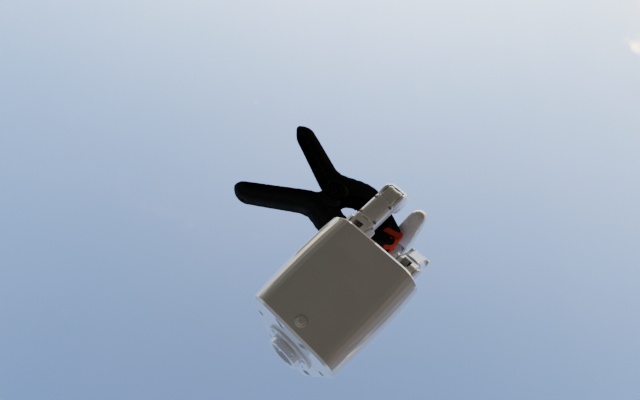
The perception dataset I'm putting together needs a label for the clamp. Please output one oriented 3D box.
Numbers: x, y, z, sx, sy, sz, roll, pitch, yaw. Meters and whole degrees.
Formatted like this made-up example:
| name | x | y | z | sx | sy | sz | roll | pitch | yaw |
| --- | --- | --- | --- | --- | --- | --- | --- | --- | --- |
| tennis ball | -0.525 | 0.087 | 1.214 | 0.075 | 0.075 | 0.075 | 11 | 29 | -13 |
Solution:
| name | x | y | z | sx | sy | sz | roll | pitch | yaw |
| --- | --- | --- | --- | --- | --- | --- | --- | --- | --- |
| clamp | 0.000 | 0.002 | 0.490 | 0.120 | 0.171 | 0.039 | -41 | -20 | -25 |
